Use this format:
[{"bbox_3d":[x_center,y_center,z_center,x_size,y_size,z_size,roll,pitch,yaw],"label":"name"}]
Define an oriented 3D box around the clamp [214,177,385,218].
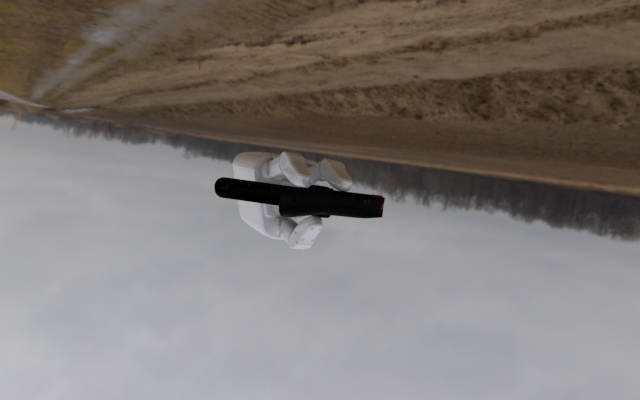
[{"bbox_3d":[0.000,0.003,0.556,0.210,0.036,0.164,6,5,-29],"label":"clamp"}]
